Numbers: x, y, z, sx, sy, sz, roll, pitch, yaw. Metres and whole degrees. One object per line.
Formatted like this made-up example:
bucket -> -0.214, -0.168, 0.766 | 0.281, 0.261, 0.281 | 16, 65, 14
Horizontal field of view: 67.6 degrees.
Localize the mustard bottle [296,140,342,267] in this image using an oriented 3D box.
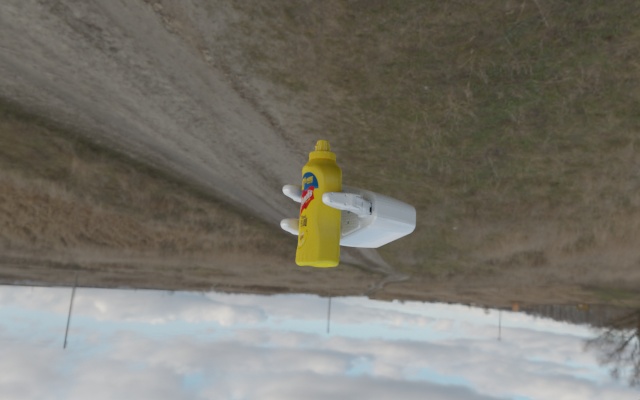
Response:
mustard bottle -> 0.000, 0.003, 0.720 | 0.058, 0.191, 0.096 | 7, -11, -17
